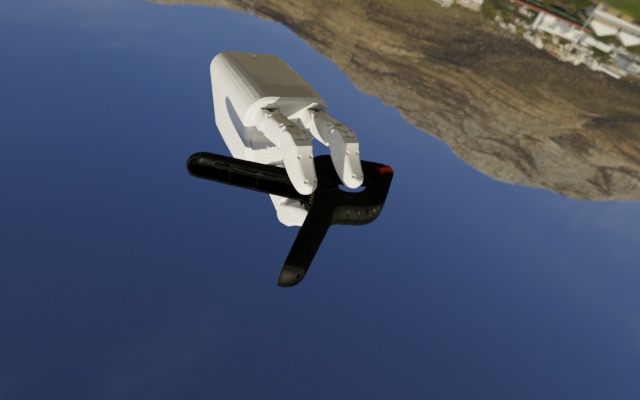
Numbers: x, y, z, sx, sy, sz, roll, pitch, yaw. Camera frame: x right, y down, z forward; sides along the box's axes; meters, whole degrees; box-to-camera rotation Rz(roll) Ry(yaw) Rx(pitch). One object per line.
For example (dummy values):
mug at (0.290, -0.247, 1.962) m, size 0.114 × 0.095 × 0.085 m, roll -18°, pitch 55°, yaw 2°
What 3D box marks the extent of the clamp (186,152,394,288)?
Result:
clamp at (0.000, 0.002, 0.454) m, size 0.210 × 0.036 × 0.164 m, roll -8°, pitch 45°, yaw -35°
